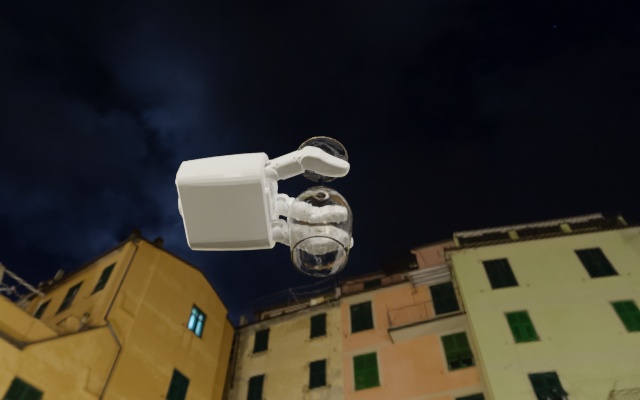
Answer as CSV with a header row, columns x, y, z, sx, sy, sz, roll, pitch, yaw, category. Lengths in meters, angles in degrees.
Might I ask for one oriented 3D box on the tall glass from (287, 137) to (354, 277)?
x,y,z,sx,sy,sz,roll,pitch,yaw,category
0.000,0.001,0.592,0.079,0.079,0.201,0,37,0,tall glass
